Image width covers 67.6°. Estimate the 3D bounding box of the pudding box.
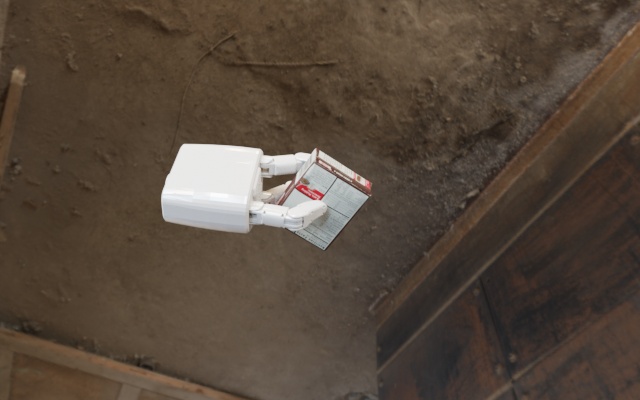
[{"bbox_3d":[0.000,0.002,0.630,0.090,0.113,0.039,31,30,-14],"label":"pudding box"}]
